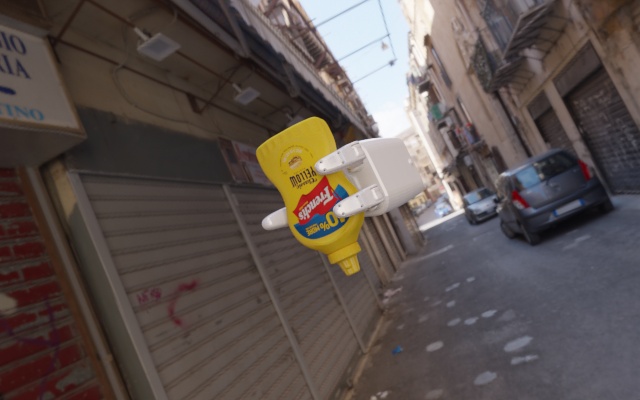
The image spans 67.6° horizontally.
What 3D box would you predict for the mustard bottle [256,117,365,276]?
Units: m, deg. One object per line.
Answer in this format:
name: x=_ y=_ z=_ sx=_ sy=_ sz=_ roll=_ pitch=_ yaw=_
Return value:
mustard bottle: x=0.000 y=0.002 z=0.590 sx=0.096 sy=0.191 sz=0.058 roll=-27 pitch=-5 yaw=15
